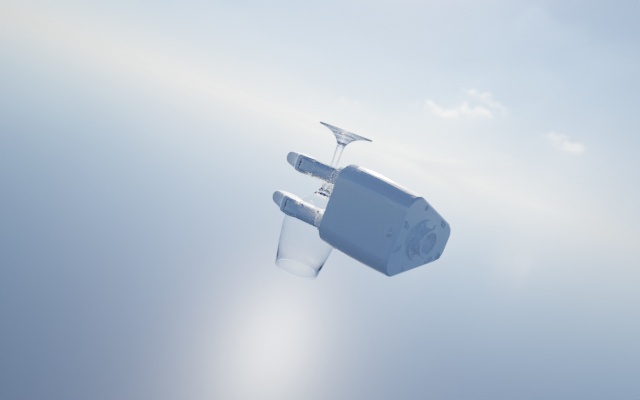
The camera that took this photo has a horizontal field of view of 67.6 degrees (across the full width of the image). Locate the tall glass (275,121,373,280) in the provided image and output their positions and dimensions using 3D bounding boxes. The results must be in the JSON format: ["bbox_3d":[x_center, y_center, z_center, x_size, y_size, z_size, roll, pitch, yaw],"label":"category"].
[{"bbox_3d":[0.000,0.001,0.637,0.079,0.201,0.079,20,9,-3],"label":"tall glass"}]
